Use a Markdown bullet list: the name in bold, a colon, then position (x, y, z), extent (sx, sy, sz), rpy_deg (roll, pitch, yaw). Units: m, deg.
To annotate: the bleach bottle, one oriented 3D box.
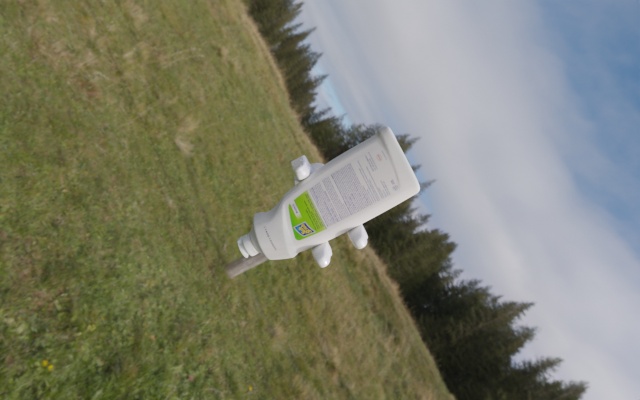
- **bleach bottle**: position (0.000, 0.002, 0.644), extent (0.251, 0.102, 0.068), rpy_deg (-27, -7, 6)
